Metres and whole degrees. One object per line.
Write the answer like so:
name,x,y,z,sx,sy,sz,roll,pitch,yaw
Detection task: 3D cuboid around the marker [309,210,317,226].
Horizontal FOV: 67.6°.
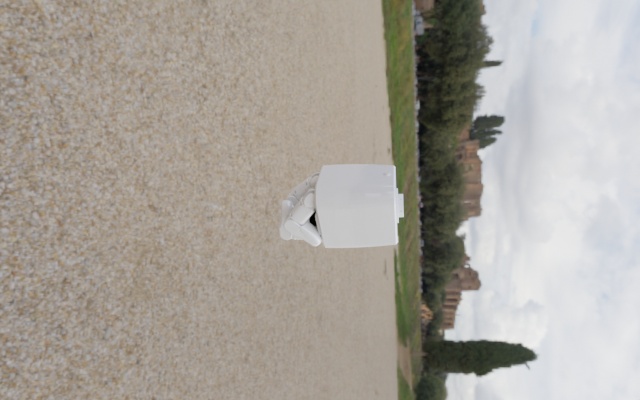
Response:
marker,0.000,0.002,0.735,0.020,0.020,0.121,0,29,9
